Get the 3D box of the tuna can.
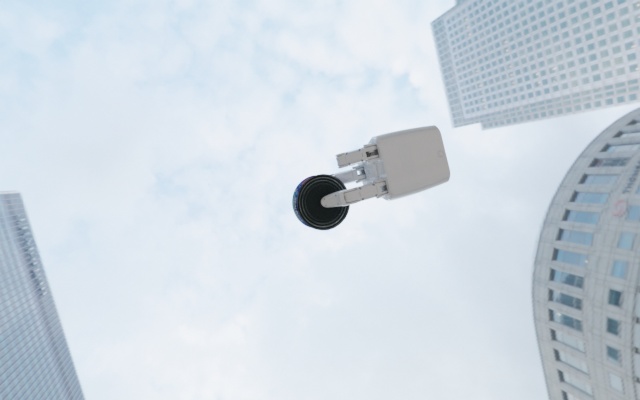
[{"bbox_3d":[0.000,0.002,0.736,0.086,0.086,0.034,0,1,-19],"label":"tuna can"}]
